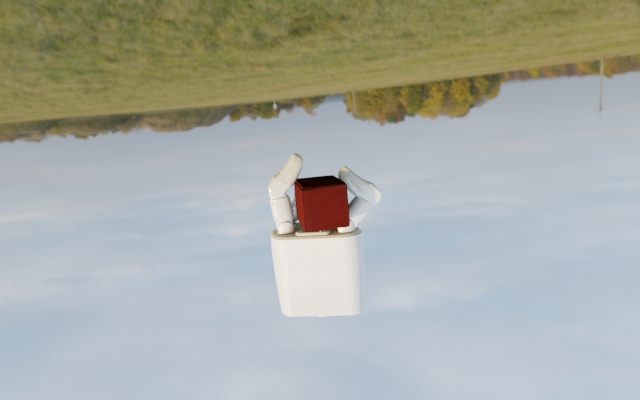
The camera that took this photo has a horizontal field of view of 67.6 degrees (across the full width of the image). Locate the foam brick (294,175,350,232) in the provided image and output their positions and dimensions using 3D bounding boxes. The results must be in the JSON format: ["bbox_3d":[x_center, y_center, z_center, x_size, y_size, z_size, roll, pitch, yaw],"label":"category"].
[{"bbox_3d":[0.000,0.002,0.567,0.053,0.051,0.078,-6,11,-9],"label":"foam brick"}]
